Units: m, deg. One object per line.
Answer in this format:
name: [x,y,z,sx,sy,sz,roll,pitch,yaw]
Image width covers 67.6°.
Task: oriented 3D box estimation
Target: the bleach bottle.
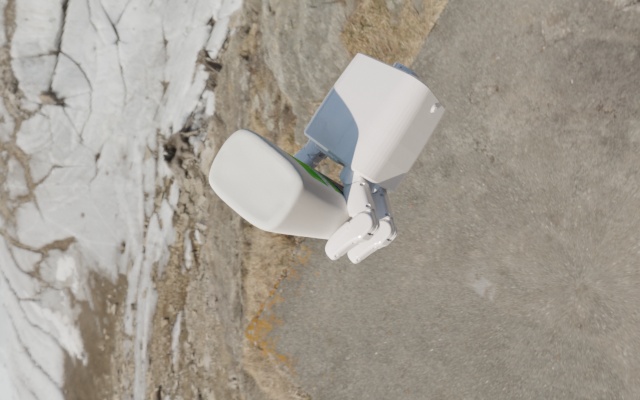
bleach bottle: [0.000,0.002,0.518,0.102,0.068,0.251,38,9,28]
